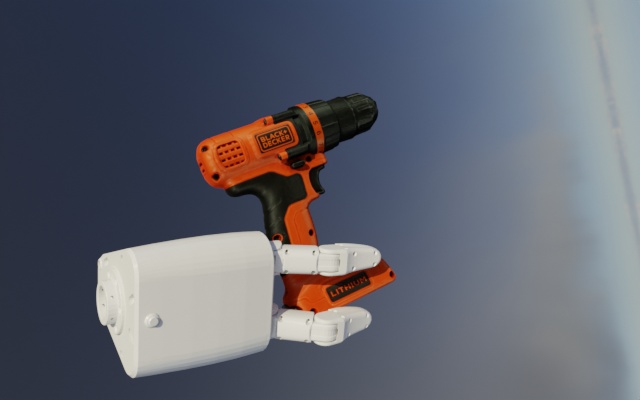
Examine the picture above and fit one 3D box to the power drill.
[{"bbox_3d":[0.000,0.002,0.450,0.184,0.187,0.057,-22,-1,-19],"label":"power drill"}]
